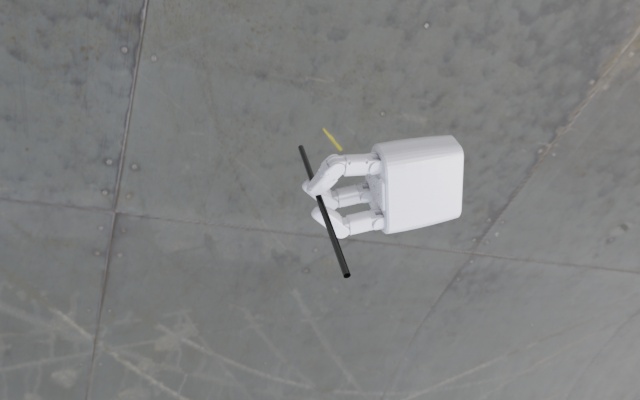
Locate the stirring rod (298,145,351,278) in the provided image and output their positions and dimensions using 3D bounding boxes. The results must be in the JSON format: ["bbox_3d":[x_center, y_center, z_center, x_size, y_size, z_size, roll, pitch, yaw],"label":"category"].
[{"bbox_3d":[0.000,0.002,0.589,0.011,0.011,0.239,0,40,-18],"label":"stirring rod"}]
